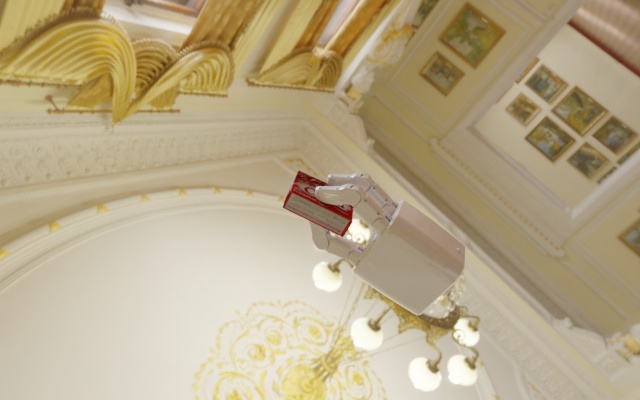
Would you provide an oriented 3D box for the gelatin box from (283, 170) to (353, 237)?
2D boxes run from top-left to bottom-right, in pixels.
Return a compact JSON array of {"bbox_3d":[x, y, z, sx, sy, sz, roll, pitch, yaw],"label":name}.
[{"bbox_3d":[0.000,0.002,0.629,0.089,0.030,0.073,26,25,-6],"label":"gelatin box"}]
